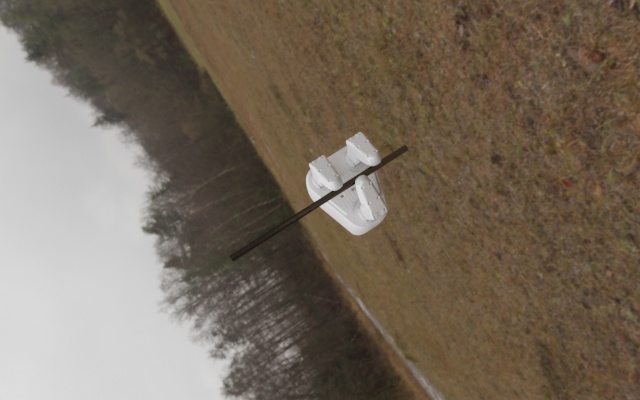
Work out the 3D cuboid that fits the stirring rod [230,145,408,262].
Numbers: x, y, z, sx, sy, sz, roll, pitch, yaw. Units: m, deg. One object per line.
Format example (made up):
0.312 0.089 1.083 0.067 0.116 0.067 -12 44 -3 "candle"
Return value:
0.000 0.002 0.552 0.239 0.011 0.011 -32 3 -5 "stirring rod"
